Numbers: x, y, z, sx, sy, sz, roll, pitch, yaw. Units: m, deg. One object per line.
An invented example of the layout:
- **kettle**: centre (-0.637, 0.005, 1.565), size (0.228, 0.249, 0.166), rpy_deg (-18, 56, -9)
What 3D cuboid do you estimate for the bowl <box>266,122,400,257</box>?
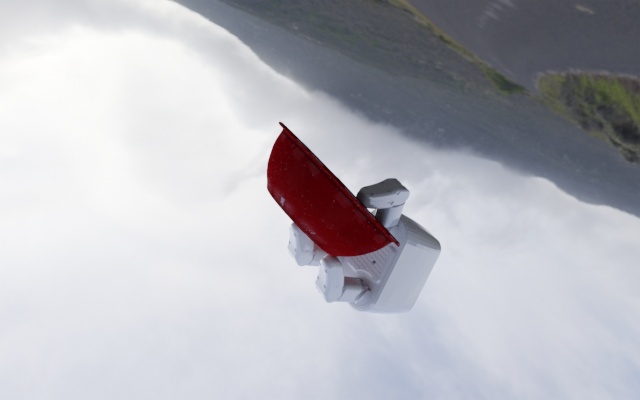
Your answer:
- **bowl**: centre (-0.001, 0.001, 0.453), size (0.055, 0.162, 0.162), rpy_deg (-44, -2, 2)
